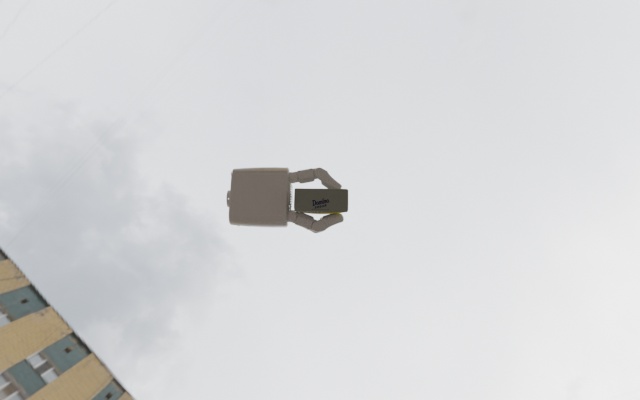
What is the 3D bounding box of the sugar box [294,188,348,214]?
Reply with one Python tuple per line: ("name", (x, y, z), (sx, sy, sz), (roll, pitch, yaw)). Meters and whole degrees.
("sugar box", (0.000, 0.003, 0.883), (0.093, 0.048, 0.176), (1, 0, 0))
